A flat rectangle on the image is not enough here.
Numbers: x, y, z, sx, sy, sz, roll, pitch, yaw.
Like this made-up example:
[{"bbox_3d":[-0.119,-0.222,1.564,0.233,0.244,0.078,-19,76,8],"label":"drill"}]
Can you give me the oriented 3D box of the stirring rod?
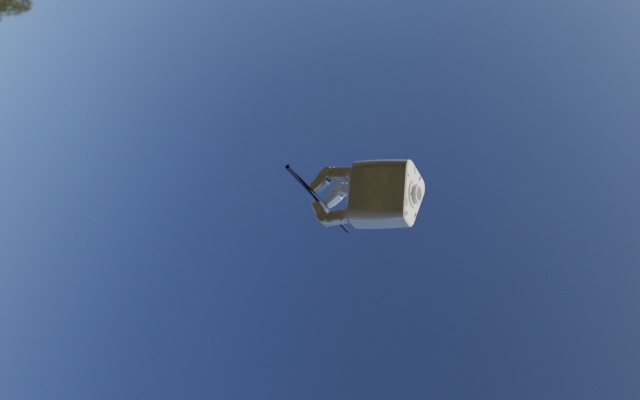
[{"bbox_3d":[0.000,0.003,0.891,0.011,0.011,0.240,0,-30,32],"label":"stirring rod"}]
